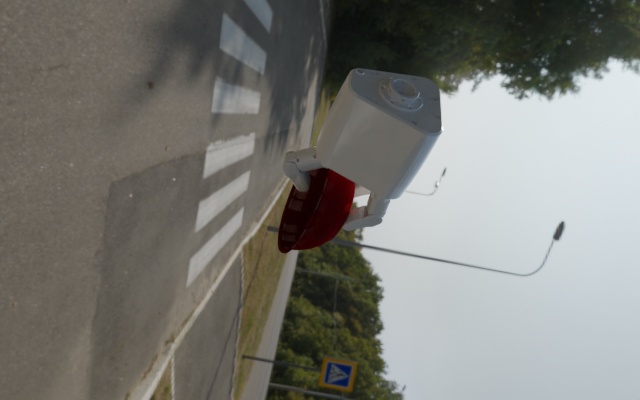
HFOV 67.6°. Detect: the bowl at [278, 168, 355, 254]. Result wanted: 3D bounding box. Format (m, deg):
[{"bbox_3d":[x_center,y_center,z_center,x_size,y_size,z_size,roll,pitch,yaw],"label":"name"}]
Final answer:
[{"bbox_3d":[0.000,0.003,0.634,0.055,0.162,0.162,22,-7,-16],"label":"bowl"}]
